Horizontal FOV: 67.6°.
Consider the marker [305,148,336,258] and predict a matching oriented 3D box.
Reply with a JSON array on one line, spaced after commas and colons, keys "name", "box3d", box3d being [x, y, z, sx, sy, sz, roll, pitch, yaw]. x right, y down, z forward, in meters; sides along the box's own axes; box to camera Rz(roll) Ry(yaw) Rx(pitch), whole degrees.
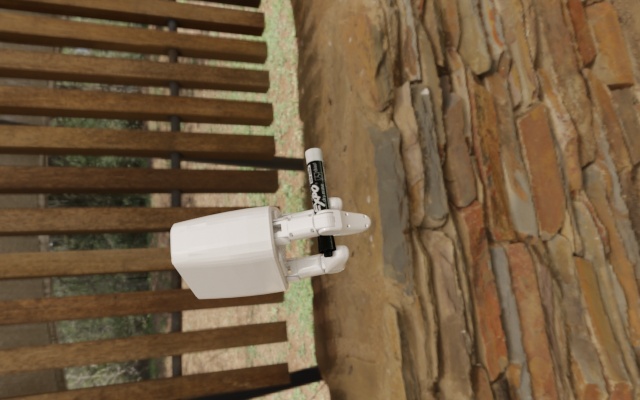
[{"name": "marker", "box3d": [0.000, 0.002, 0.511, 0.020, 0.121, 0.020, -7, -20, -3]}]
